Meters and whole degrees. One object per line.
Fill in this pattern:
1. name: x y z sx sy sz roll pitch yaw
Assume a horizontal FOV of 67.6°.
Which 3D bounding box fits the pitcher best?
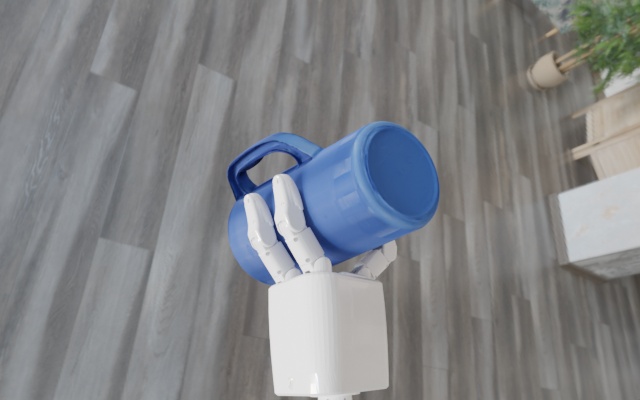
1. pitcher: 0.000 0.002 0.522 0.149 0.145 0.243 11 -24 -33
